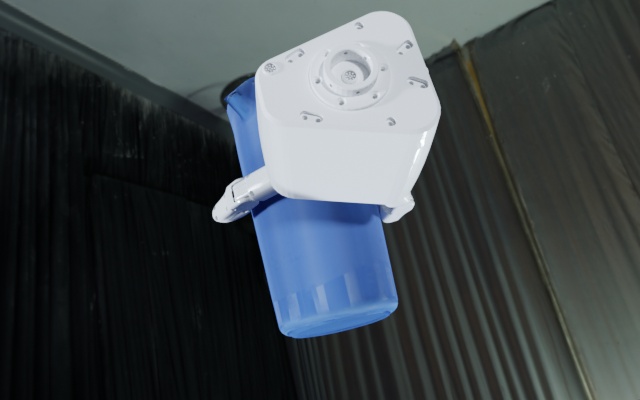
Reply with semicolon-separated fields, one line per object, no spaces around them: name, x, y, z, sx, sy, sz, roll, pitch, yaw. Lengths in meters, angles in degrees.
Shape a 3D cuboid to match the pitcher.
pitcher;0.000;0.001;0.470;0.149;0.242;0.145;-10;-21;-7
